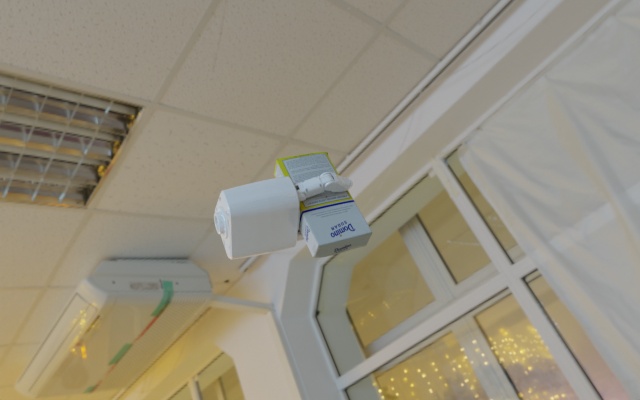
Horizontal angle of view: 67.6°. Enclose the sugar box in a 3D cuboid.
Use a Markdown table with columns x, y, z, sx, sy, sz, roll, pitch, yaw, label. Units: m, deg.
| x | y | z | sx | sy | sz | roll | pitch | yaw | label |
| --- | --- | --- | --- | --- | --- | --- | --- | --- | --- |
| 0.000 | 0.003 | 0.754 | 0.093 | 0.176 | 0.048 | -11 | -33 | -23 | sugar box |
